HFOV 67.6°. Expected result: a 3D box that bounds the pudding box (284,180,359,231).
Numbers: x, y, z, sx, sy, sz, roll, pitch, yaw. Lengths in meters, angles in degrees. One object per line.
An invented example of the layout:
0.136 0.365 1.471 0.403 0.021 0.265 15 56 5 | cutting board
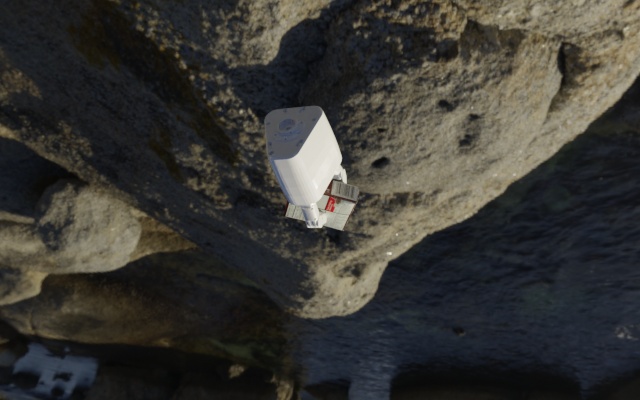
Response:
0.000 0.003 0.816 0.113 0.039 0.090 15 -38 -4 | pudding box
